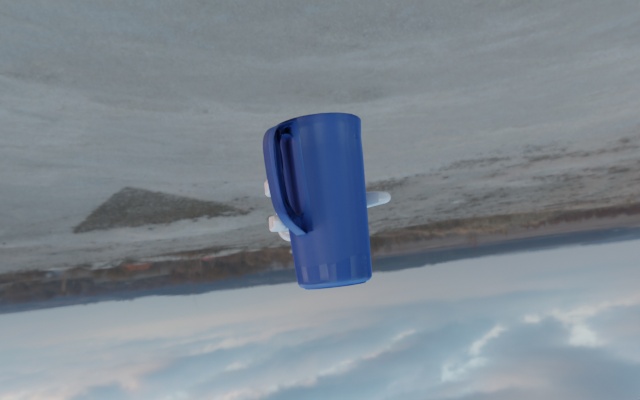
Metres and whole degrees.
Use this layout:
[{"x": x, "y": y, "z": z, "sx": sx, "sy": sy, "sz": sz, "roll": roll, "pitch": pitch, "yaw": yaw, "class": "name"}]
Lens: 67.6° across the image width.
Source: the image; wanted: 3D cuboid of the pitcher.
[{"x": 0.000, "y": 0.002, "z": 0.690, "sx": 0.149, "sy": 0.243, "sz": 0.145, "roll": -6, "pitch": -7, "yaw": -6, "class": "pitcher"}]
